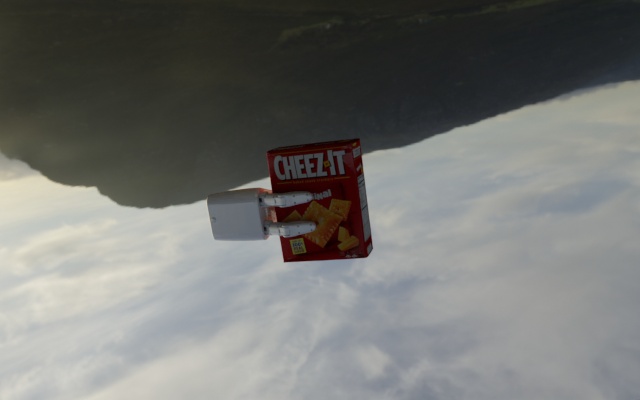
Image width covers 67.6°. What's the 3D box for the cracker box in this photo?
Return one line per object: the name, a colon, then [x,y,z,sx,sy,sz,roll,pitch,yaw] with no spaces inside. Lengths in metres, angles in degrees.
cracker box: [0.000,0.003,0.879,0.164,0.214,0.072,-4,12,17]
